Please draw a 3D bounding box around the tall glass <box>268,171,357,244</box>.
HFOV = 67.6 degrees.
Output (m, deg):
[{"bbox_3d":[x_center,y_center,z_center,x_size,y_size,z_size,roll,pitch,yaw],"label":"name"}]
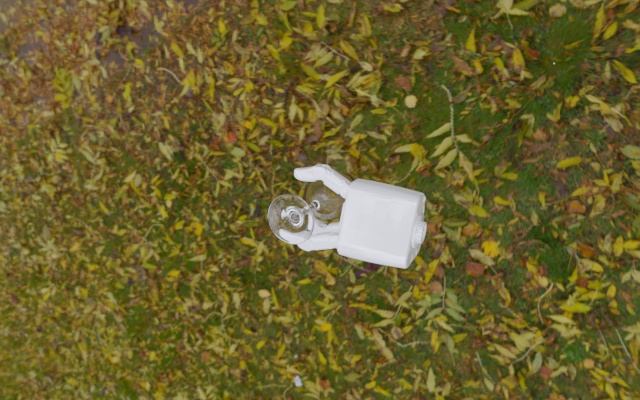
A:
[{"bbox_3d":[0.000,0.003,0.761,0.079,0.079,0.201,0,14,26],"label":"tall glass"}]
